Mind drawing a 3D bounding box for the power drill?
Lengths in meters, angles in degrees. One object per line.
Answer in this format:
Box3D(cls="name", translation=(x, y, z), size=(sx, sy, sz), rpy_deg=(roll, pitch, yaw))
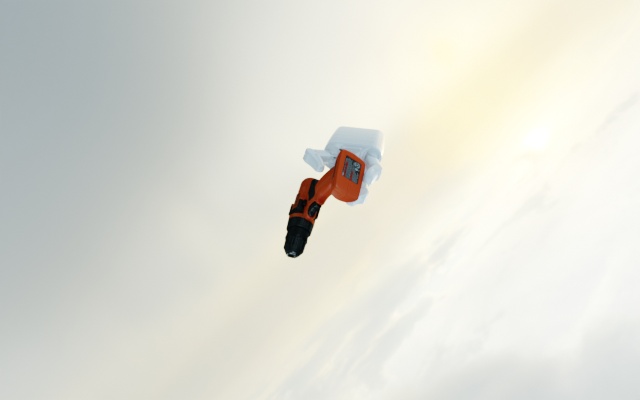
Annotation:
Box3D(cls="power drill", translation=(0.000, 0.003, 0.888), size=(0.057, 0.184, 0.188), rpy_deg=(29, -39, -21))
